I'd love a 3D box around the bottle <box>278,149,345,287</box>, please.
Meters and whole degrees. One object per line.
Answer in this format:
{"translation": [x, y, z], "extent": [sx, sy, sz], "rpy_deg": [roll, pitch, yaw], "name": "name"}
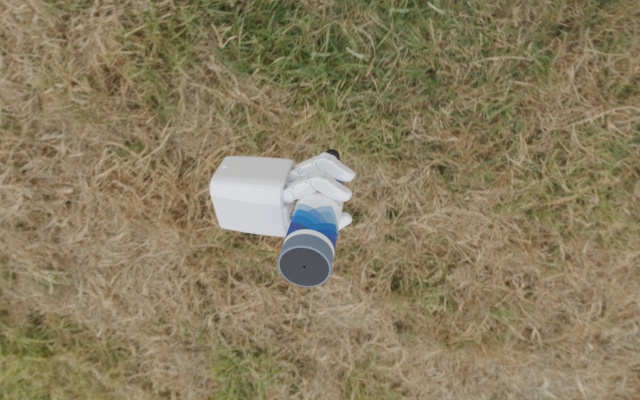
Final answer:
{"translation": [0.000, 0.002, 0.706], "extent": [0.069, 0.069, 0.295], "rpy_deg": [0, 33, 9], "name": "bottle"}
